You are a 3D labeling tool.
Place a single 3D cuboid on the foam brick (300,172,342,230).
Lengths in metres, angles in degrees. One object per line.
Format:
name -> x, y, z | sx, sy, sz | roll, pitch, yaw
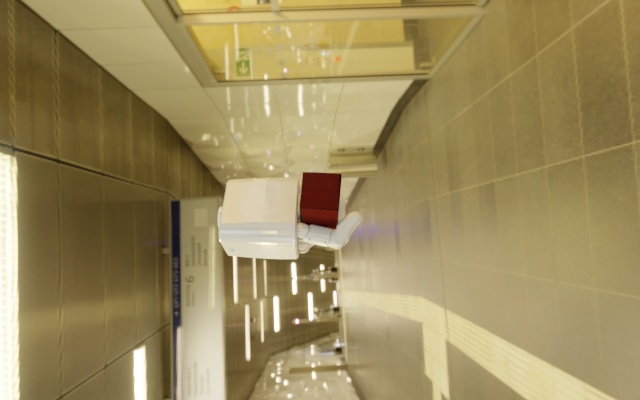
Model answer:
foam brick -> 0.000, 0.002, 0.644 | 0.051, 0.053, 0.078 | 5, -24, 2
